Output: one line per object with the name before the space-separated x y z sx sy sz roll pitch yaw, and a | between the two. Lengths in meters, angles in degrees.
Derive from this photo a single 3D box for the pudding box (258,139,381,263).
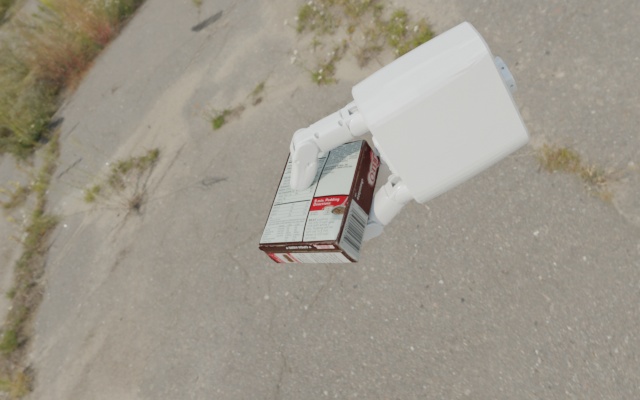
pudding box | 0.000 0.001 0.445 0.090 0.113 0.039 -6 -37 35
